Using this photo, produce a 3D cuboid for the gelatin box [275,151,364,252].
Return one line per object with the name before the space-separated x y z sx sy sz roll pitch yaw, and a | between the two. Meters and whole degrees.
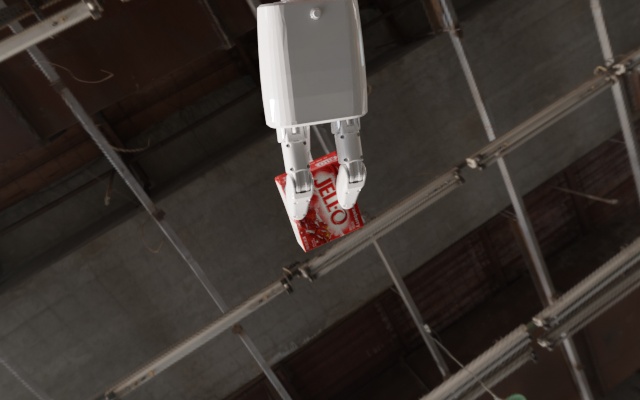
gelatin box | 0.000 0.002 0.518 0.073 0.089 0.030 -23 28 -11
